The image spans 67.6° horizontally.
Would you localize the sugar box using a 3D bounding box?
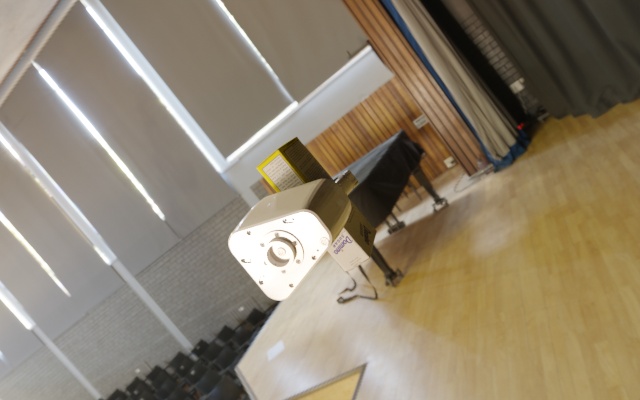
[{"bbox_3d":[0.000,0.002,0.625,0.048,0.176,0.093,-35,7,21],"label":"sugar box"}]
